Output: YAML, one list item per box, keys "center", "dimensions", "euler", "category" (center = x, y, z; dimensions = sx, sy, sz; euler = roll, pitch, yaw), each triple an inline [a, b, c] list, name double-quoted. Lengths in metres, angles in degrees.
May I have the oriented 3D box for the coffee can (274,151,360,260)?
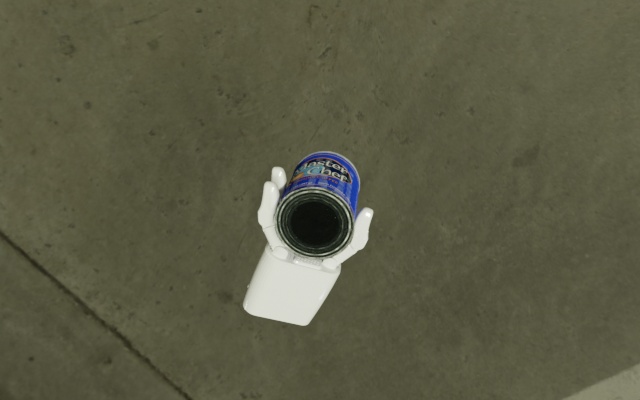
- center: [0.000, 0.002, 0.656]
  dimensions: [0.103, 0.103, 0.140]
  euler: [0, 24, 7]
  category: "coffee can"
